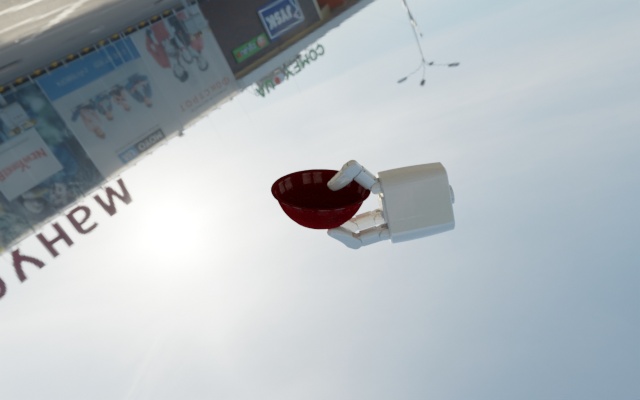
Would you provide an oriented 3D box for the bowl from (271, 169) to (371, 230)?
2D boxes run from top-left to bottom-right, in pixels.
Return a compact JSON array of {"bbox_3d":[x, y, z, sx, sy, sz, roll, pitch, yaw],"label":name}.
[{"bbox_3d":[-0.001,0.003,0.780,0.162,0.055,0.162,1,26,0],"label":"bowl"}]
